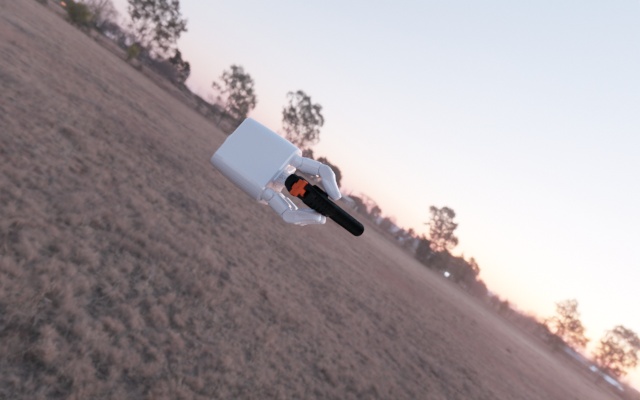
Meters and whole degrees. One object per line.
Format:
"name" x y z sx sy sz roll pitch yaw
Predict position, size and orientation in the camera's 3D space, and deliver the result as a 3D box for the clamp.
"clamp" 0.000 0.002 0.792 0.164 0.036 0.210 37 2 10
